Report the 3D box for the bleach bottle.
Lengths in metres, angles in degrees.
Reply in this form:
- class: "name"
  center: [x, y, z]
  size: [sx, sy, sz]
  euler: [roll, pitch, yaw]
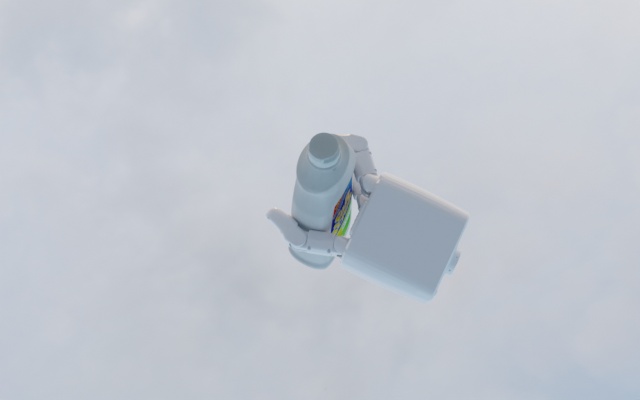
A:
- class: "bleach bottle"
  center: [0.000, 0.002, 0.559]
  size: [0.068, 0.102, 0.251]
  euler: [26, -19, 10]
